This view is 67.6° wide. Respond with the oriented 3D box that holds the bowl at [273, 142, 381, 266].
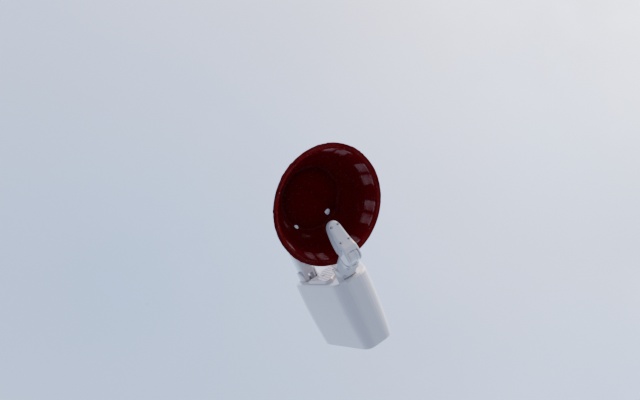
[{"bbox_3d":[0.000,0.001,0.631,0.162,0.162,0.055,0,11,-31],"label":"bowl"}]
